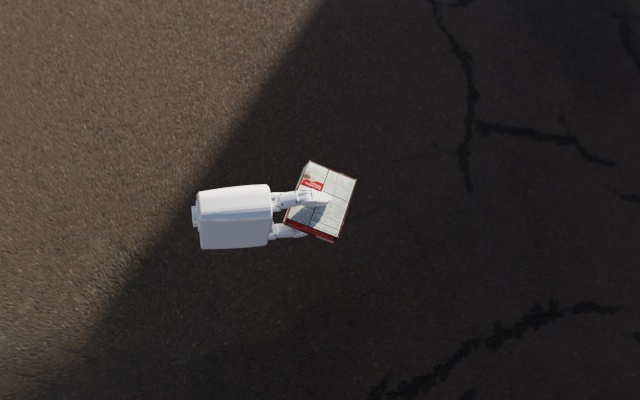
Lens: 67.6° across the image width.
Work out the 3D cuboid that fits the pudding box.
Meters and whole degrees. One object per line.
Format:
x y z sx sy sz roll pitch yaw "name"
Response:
0.000 0.002 0.777 0.090 0.113 0.039 22 -21 -6 "pudding box"
